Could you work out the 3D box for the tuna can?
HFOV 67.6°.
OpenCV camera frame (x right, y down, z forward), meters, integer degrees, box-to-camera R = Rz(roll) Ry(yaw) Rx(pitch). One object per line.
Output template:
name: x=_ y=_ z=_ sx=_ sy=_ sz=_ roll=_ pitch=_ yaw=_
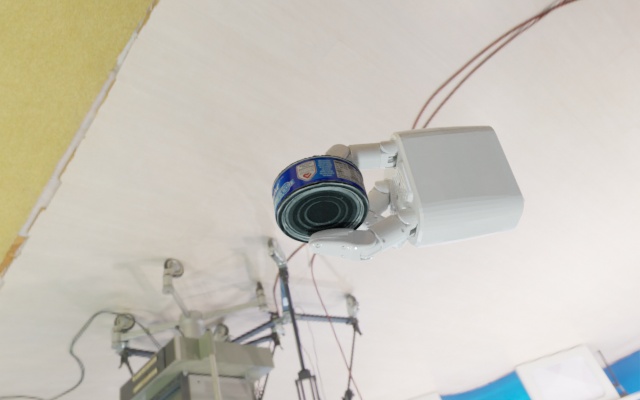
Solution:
tuna can: x=0.000 y=0.002 z=0.430 sx=0.086 sy=0.033 sz=0.086 roll=-6 pitch=-42 yaw=-6
